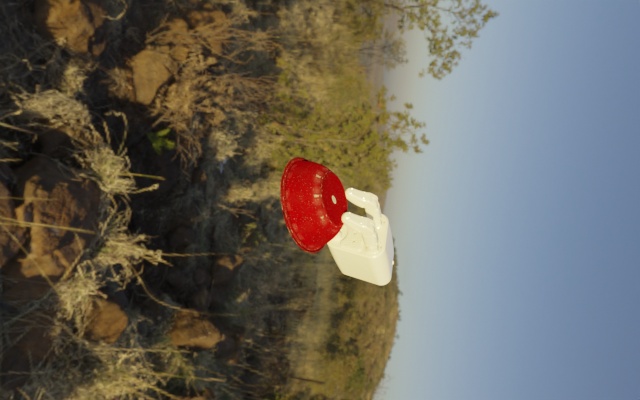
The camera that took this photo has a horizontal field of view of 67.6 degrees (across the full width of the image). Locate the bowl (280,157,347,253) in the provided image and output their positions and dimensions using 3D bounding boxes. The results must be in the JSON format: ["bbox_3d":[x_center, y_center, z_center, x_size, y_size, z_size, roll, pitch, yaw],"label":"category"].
[{"bbox_3d":[0.000,0.002,0.781,0.055,0.162,0.162,-11,-5,28],"label":"bowl"}]
